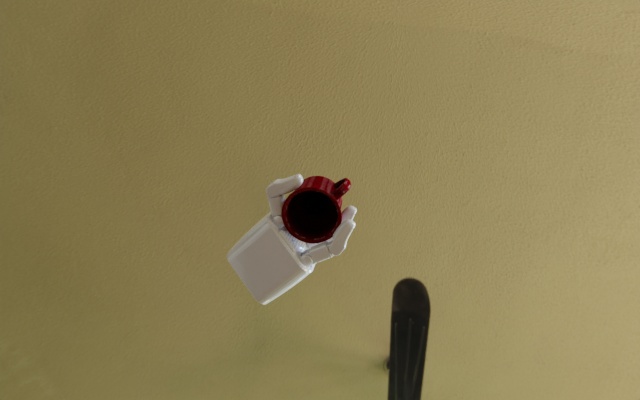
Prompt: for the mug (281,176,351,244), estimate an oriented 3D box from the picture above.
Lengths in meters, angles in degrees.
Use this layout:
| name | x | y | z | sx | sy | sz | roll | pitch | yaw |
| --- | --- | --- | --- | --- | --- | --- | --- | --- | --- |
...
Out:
| name | x | y | z | sx | sy | sz | roll | pitch | yaw |
| --- | --- | --- | --- | --- | --- | --- | --- | --- | --- |
| mug | 0.001 | 0.001 | 0.756 | 0.117 | 0.093 | 0.081 | -39 | 11 | 19 |
